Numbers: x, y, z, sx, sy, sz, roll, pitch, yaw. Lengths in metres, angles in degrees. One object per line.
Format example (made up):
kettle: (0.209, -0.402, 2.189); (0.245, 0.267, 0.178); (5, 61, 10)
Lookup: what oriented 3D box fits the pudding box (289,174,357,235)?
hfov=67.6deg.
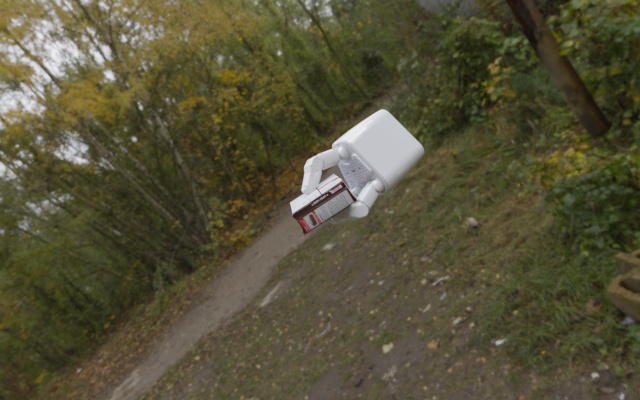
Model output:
pudding box: (0.000, 0.002, 0.712); (0.090, 0.039, 0.113); (-34, 8, 0)
